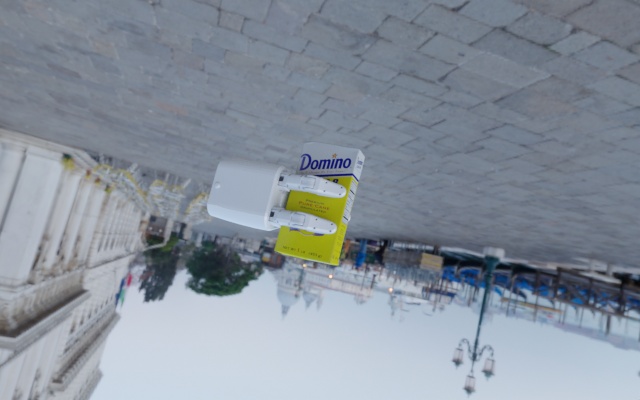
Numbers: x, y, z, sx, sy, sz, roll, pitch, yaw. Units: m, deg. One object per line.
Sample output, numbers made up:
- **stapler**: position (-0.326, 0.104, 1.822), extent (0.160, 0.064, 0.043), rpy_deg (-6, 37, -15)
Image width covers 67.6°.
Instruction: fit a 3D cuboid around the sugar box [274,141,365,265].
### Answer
- **sugar box**: position (0.000, 0.002, 0.717), extent (0.093, 0.176, 0.048), rpy_deg (10, -8, 20)
